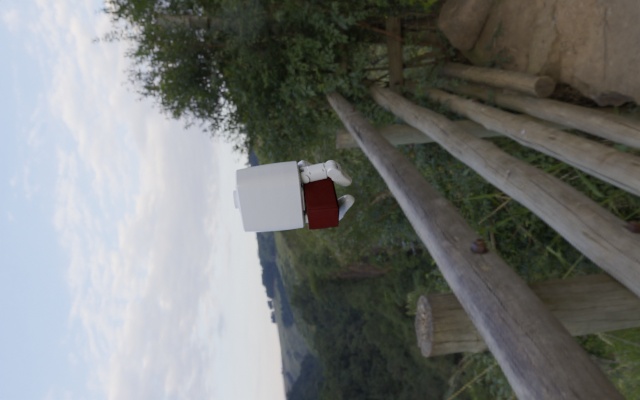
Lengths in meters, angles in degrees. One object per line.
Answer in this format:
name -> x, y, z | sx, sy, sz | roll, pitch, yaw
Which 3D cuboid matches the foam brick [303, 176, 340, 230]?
foam brick -> 0.000, 0.003, 0.804 | 0.051, 0.078, 0.053 | -6, -42, -5
